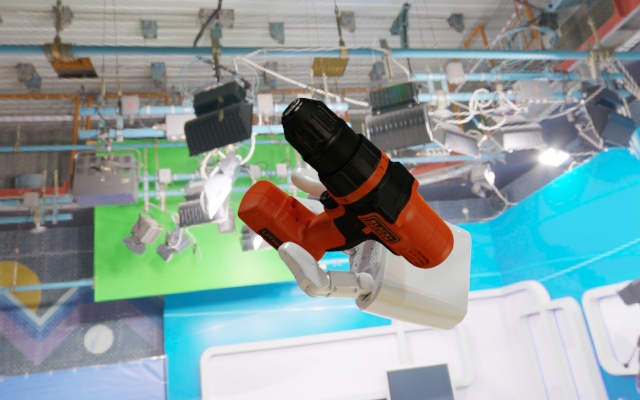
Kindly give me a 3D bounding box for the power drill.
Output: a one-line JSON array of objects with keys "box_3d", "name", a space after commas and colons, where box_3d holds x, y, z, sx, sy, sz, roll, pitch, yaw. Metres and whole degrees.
[{"box_3d": [0.000, 0.002, 0.433, 0.184, 0.057, 0.188, 44, -31, -21], "name": "power drill"}]
